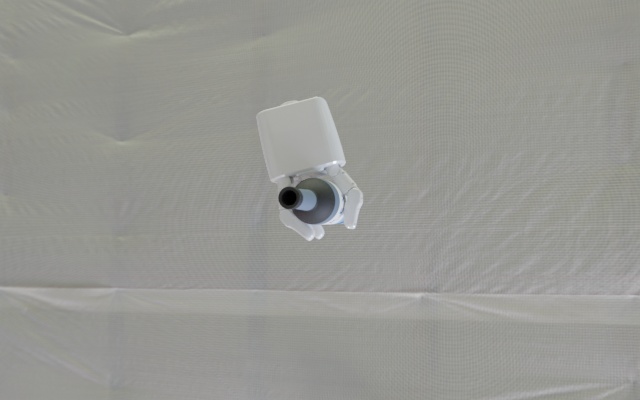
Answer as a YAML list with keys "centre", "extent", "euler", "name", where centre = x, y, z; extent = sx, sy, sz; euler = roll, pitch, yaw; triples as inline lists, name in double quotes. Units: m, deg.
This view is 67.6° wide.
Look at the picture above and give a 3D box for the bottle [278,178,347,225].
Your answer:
- centre: [0.000, 0.002, 0.705]
  extent: [0.069, 0.069, 0.296]
  euler: [0, -2, 15]
  name: "bottle"
